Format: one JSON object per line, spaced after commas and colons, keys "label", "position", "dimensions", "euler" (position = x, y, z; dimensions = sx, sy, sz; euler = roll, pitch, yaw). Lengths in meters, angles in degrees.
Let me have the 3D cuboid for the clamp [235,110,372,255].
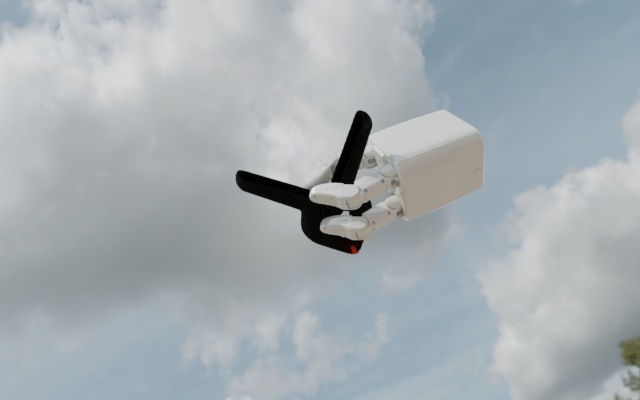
{"label": "clamp", "position": [0.000, 0.002, 0.589], "dimensions": [0.164, 0.210, 0.036], "euler": [-21, 45, -2]}
